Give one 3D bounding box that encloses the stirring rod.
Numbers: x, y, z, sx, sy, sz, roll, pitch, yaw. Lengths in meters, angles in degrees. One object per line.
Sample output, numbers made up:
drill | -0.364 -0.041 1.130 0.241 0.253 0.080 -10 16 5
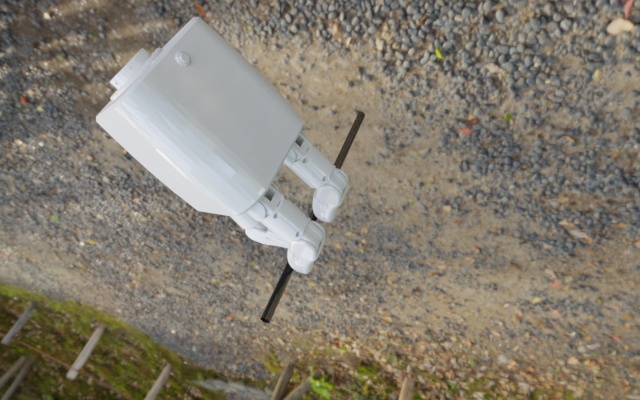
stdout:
stirring rod | 0.000 0.001 0.433 0.011 0.239 0.011 17 -34 12
